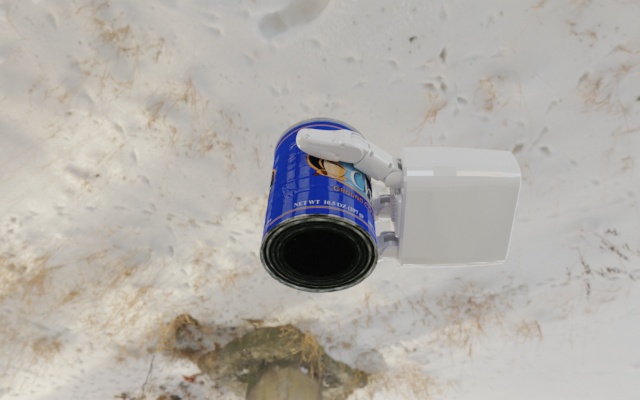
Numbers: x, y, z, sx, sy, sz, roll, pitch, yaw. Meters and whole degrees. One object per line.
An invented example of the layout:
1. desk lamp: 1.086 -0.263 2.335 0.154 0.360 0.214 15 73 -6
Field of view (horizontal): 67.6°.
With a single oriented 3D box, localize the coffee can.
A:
1. coffee can: 0.000 0.001 0.459 0.103 0.103 0.140 0 43 2
